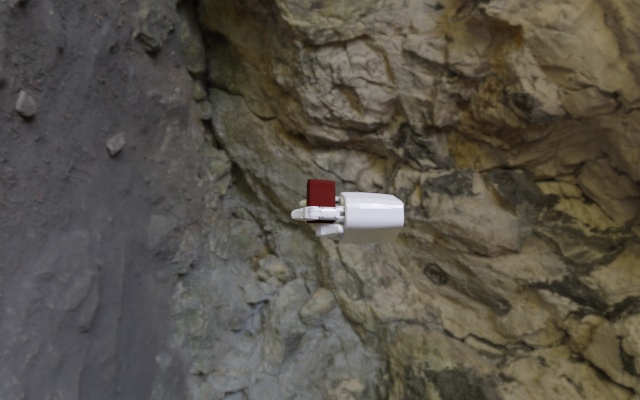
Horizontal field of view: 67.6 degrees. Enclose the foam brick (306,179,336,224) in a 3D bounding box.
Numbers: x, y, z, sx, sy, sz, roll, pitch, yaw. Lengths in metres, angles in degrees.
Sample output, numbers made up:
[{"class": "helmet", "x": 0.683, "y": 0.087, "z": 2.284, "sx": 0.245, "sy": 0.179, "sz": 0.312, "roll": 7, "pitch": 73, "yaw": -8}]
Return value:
[{"class": "foam brick", "x": 0.000, "y": 0.003, "z": 0.894, "sx": 0.051, "sy": 0.078, "sz": 0.053, "roll": 0, "pitch": -8, "yaw": -4}]
